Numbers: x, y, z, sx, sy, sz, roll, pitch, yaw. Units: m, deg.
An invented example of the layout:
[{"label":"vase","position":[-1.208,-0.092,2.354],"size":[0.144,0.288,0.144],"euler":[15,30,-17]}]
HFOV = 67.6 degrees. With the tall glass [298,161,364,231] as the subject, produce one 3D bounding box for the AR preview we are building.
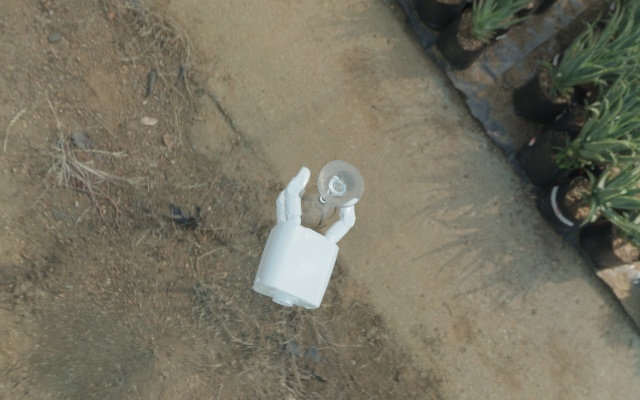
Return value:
[{"label":"tall glass","position":[0.000,0.002,0.805],"size":[0.079,0.079,0.201],"euler":[0,-16,-19]}]
